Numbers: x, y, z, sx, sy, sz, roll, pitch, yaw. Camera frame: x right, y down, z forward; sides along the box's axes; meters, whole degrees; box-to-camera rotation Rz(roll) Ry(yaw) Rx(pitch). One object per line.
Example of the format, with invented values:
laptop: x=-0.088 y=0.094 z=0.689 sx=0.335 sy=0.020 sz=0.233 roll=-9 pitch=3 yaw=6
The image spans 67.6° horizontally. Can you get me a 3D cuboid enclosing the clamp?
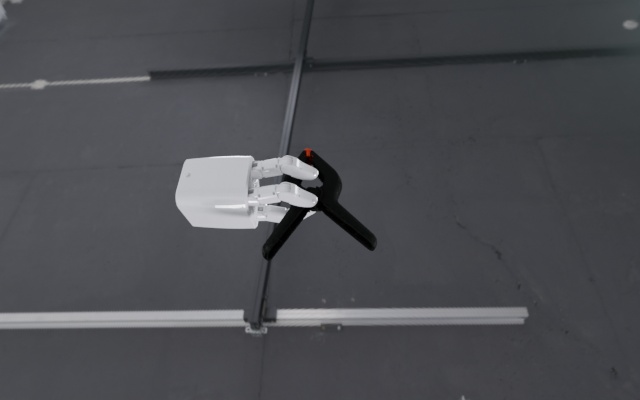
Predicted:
clamp: x=0.000 y=0.003 z=0.738 sx=0.164 sy=0.209 sz=0.036 roll=1 pitch=-40 yaw=0
